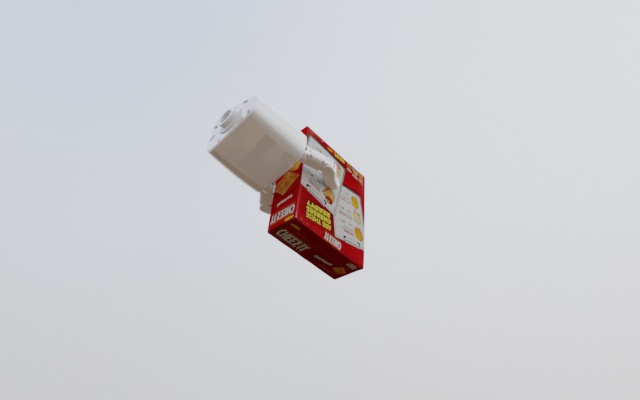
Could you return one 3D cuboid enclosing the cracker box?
[{"bbox_3d":[0.000,0.002,0.816,0.072,0.213,0.164,-29,-52,32],"label":"cracker box"}]
